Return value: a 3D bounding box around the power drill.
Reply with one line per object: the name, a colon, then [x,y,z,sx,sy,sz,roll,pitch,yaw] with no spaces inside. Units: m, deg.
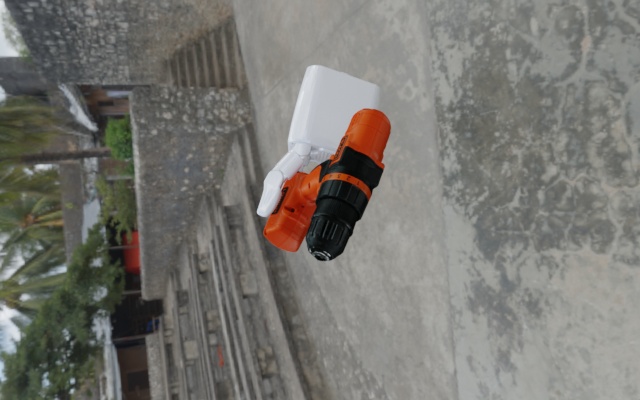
power drill: [0.000,0.002,0.548,0.057,0.184,0.188,34,-31,-15]
